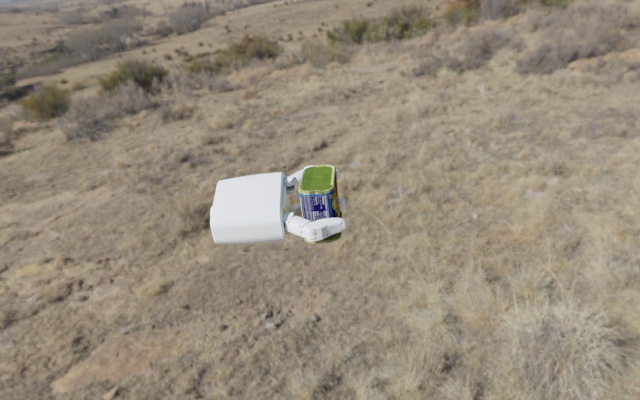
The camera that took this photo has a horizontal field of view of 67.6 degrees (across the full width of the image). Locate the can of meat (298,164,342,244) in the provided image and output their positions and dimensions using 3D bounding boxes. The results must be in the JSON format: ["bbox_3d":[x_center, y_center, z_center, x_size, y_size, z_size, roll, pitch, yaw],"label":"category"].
[{"bbox_3d":[0.000,0.002,0.720,0.057,0.084,0.102,-4,26,6],"label":"can of meat"}]
